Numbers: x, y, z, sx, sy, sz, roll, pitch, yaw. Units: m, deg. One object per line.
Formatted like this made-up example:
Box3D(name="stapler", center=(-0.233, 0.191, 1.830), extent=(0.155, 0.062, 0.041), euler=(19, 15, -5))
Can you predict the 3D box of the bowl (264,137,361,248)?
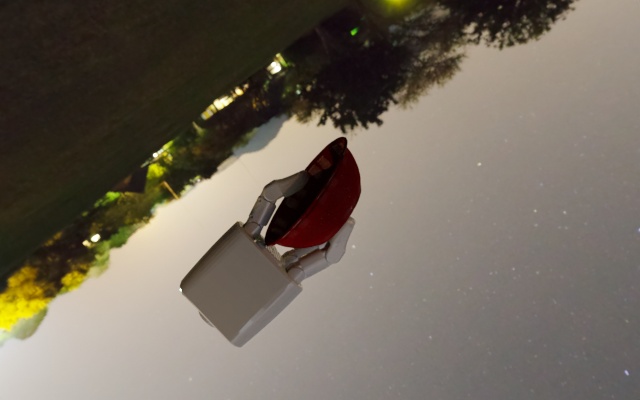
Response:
Box3D(name="bowl", center=(0.001, 0.001, 0.583), extent=(0.055, 0.162, 0.162), euler=(36, -10, -14))
